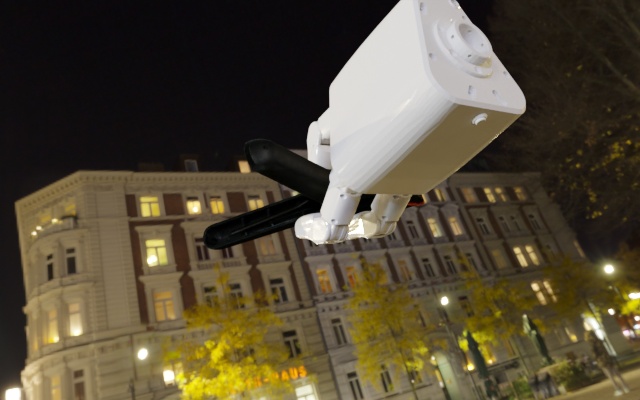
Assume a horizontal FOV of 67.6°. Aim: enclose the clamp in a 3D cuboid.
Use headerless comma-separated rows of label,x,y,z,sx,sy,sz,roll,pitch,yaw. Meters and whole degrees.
clamp,0.000,0.001,0.438,0.210,0.036,0.165,0,-26,-33
